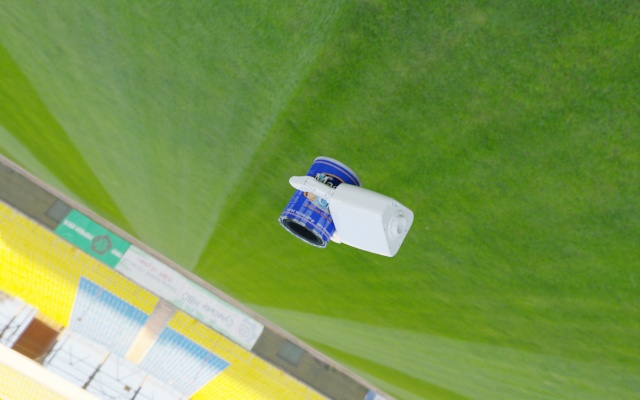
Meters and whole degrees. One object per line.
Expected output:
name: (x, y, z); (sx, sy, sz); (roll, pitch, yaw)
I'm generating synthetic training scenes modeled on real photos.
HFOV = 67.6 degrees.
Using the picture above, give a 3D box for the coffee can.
coffee can: (0.000, 0.003, 0.898); (0.103, 0.140, 0.103); (28, -18, 10)
